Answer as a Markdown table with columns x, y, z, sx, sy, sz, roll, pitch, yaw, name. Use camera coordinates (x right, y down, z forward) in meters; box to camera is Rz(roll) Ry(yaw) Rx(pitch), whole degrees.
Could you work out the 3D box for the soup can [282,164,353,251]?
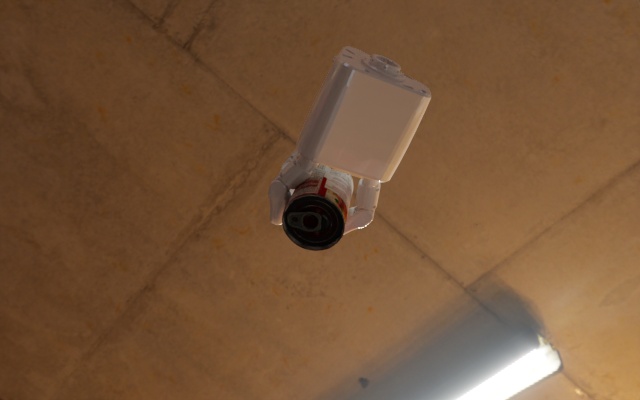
| x | y | z | sx | sy | sz | roll | pitch | yaw | name |
| --- | --- | --- | --- | --- | --- | --- | --- | --- | --- |
| 0.000 | 0.002 | 0.548 | 0.068 | 0.068 | 0.102 | 0 | 27 | 10 | soup can |
